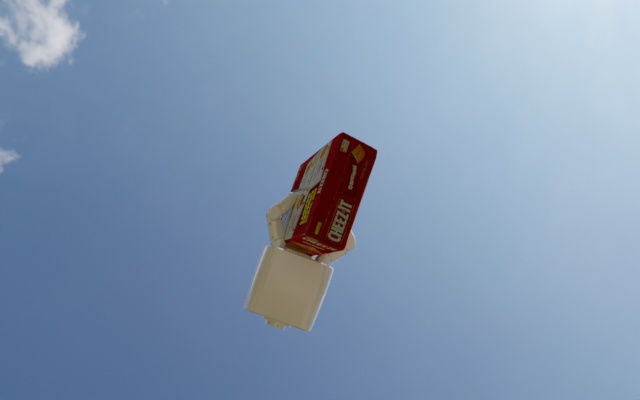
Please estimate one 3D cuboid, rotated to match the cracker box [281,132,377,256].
[{"bbox_3d":[0.000,0.002,0.774,0.072,0.164,0.214,23,-15,-14],"label":"cracker box"}]
